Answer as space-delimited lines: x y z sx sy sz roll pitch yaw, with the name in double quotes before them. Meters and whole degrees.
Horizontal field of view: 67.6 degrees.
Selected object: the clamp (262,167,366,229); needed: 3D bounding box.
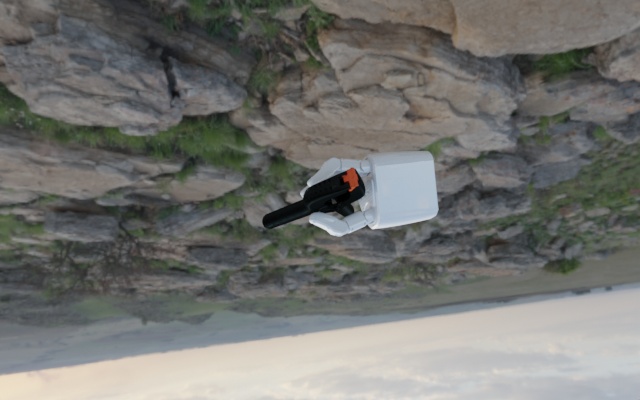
"clamp" 0.001 0.003 0.731 0.164 0.036 0.210 -10 -14 -16
